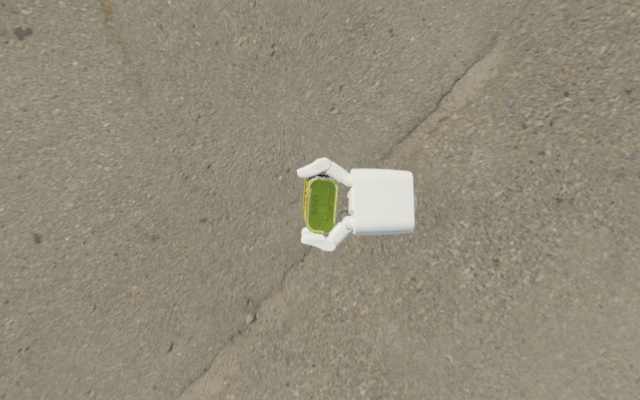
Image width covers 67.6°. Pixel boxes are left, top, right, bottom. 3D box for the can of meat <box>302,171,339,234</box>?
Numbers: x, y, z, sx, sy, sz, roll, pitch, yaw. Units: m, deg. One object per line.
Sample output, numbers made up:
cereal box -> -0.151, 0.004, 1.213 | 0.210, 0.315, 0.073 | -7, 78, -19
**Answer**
can of meat -> 0.000, 0.003, 0.847 | 0.057, 0.102, 0.084 | 3, 10, -5
